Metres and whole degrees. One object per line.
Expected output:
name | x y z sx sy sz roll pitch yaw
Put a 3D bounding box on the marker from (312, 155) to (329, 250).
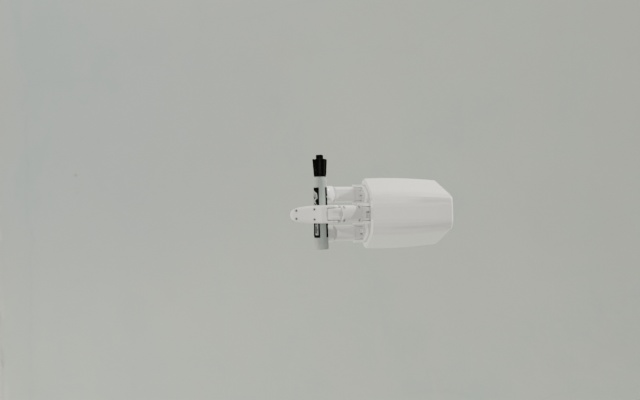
marker | 0.000 0.002 0.611 0.020 0.121 0.020 -1 0 0
